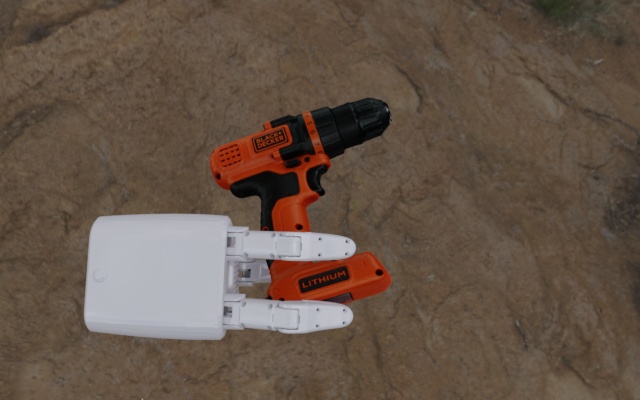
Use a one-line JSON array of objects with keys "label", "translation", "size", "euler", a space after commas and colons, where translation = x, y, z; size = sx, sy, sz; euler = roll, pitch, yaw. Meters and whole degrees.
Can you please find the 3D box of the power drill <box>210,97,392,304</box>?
[{"label": "power drill", "translation": [0.000, 0.002, 0.444], "size": [0.184, 0.187, 0.057], "euler": [-20, -25, 4]}]
